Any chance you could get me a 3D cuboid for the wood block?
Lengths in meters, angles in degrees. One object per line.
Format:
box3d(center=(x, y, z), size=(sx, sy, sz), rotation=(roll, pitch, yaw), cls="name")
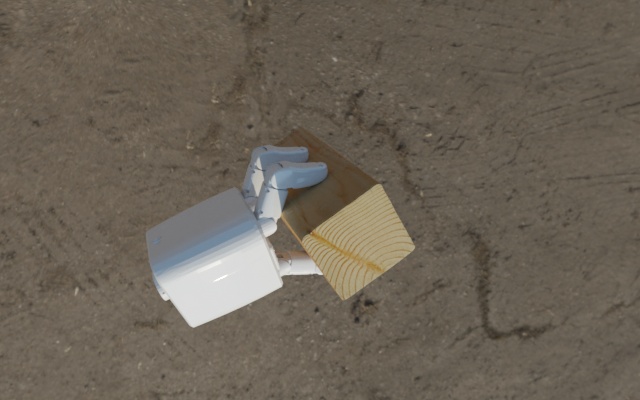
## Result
box3d(center=(0.000, 0.002, 0.526), size=(0.090, 0.091, 0.206), rotation=(-36, 32, -5), cls="wood block")
